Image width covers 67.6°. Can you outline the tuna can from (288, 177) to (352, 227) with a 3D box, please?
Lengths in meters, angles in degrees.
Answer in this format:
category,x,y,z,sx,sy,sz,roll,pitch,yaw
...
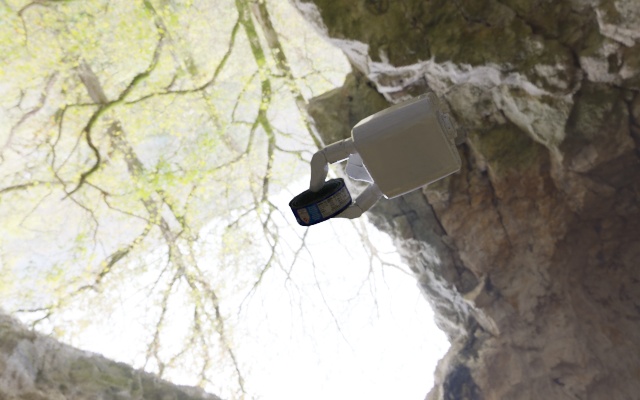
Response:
category,x,y,z,sx,sy,sz,roll,pitch,yaw
tuna can,0.000,0.003,0.663,0.086,0.034,0.086,-24,14,7
